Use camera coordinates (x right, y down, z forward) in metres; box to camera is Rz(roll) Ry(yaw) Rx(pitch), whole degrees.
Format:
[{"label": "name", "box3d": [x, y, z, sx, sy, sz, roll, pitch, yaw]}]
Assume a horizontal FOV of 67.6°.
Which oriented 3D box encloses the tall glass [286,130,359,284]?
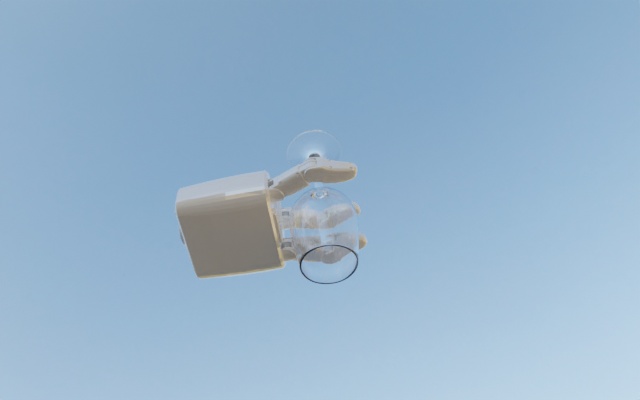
[{"label": "tall glass", "box3d": [0.000, 0.001, 0.565, 0.079, 0.079, 0.200, 0, 41, -7]}]
